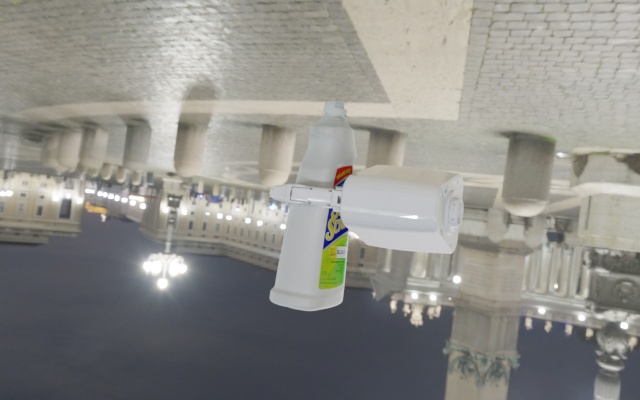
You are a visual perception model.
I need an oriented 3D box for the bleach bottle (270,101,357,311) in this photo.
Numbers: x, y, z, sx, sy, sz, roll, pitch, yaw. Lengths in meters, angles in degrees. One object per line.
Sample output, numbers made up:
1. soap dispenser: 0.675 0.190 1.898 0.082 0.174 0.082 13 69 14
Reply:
1. bleach bottle: 0.000 0.002 0.590 0.068 0.251 0.102 6 -1 30
